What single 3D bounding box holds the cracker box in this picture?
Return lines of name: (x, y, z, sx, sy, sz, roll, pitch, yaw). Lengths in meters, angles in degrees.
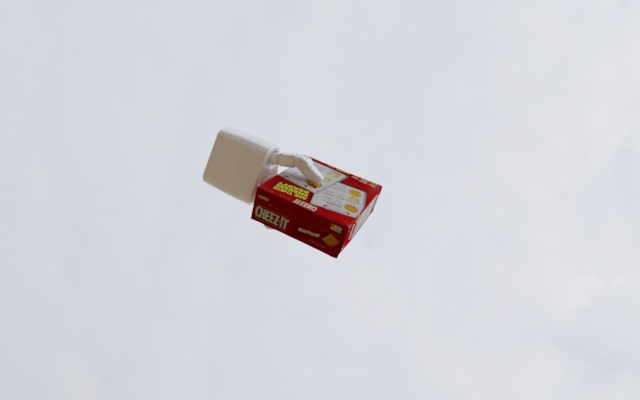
cracker box: (0.000, 0.003, 0.846, 0.164, 0.072, 0.213, 23, 26, 13)
